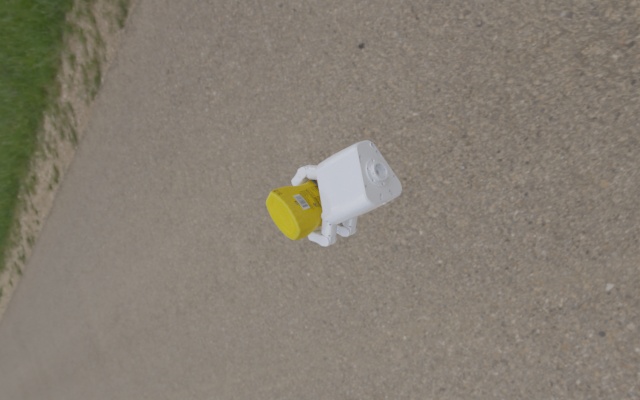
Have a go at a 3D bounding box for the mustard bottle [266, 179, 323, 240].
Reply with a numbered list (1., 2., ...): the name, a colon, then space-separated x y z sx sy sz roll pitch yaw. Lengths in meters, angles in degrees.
1. mustard bottle: 0.000 0.003 0.880 0.191 0.096 0.058 -20 -29 -41
